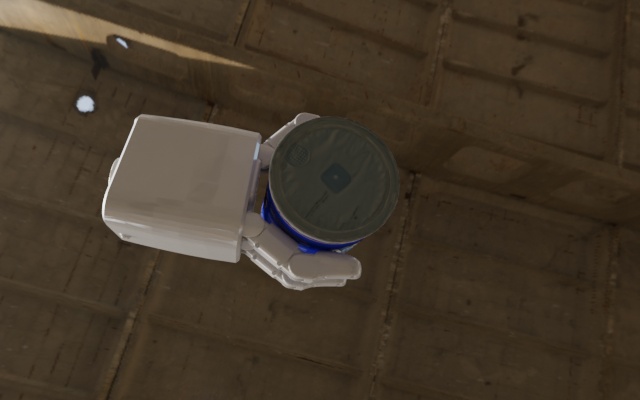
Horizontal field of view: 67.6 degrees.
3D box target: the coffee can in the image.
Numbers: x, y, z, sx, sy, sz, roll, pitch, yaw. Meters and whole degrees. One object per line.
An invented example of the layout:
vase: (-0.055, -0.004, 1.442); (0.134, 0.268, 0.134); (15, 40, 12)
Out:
coffee can: (0.000, 0.001, 0.431); (0.103, 0.102, 0.140); (0, -16, -10)
